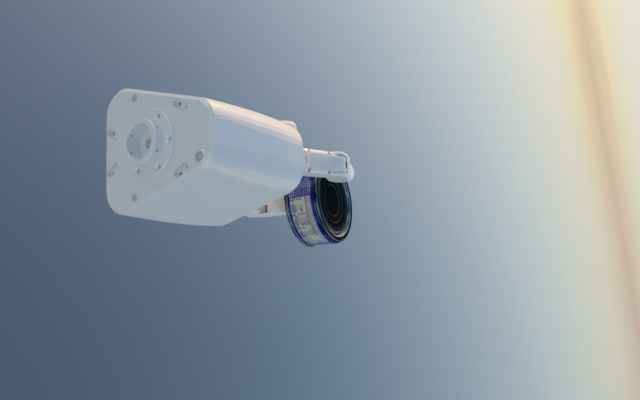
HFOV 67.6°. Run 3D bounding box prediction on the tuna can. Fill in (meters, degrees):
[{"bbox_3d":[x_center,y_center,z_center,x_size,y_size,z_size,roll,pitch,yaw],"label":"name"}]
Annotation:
[{"bbox_3d":[0.001,0.001,0.471,0.034,0.086,0.086,-9,-4,26],"label":"tuna can"}]
